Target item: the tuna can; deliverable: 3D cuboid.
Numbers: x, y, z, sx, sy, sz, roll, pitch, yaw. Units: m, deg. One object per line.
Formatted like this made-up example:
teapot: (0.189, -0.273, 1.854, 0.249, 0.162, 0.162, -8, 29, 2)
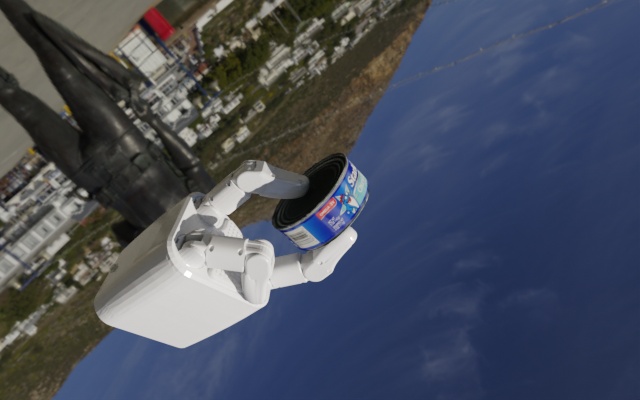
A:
tuna can: (0.000, 0.002, 0.410, 0.034, 0.086, 0.086, 44, -19, -21)
